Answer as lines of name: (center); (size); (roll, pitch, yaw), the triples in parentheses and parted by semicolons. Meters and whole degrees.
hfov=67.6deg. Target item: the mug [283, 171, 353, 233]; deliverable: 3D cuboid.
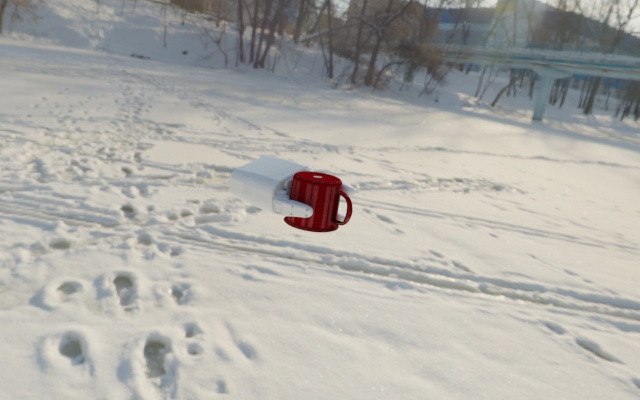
mug: (0.001, 0.003, 0.778); (0.117, 0.081, 0.093); (18, 17, 32)
